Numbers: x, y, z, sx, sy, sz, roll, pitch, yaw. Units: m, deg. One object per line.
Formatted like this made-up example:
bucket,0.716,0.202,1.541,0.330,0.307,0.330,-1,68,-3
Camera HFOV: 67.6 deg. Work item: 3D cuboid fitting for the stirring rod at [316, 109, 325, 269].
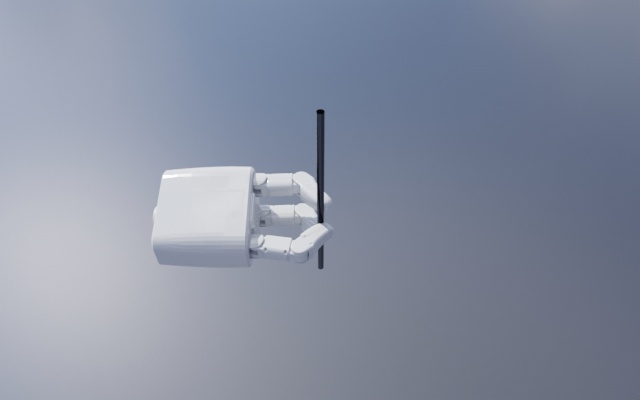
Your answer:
stirring rod,0.000,0.002,0.526,0.011,0.011,0.240,0,-44,0
